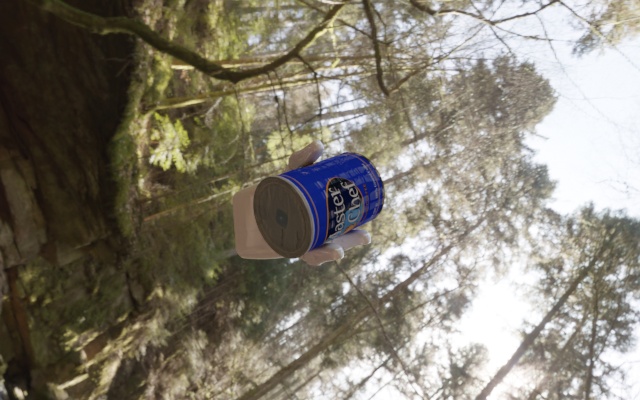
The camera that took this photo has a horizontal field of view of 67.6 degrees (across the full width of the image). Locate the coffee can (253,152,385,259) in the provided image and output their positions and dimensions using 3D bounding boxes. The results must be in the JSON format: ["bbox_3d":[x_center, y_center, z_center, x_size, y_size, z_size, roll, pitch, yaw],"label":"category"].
[{"bbox_3d":[0.000,0.002,0.613,0.103,0.103,0.140,0,16,46],"label":"coffee can"}]
